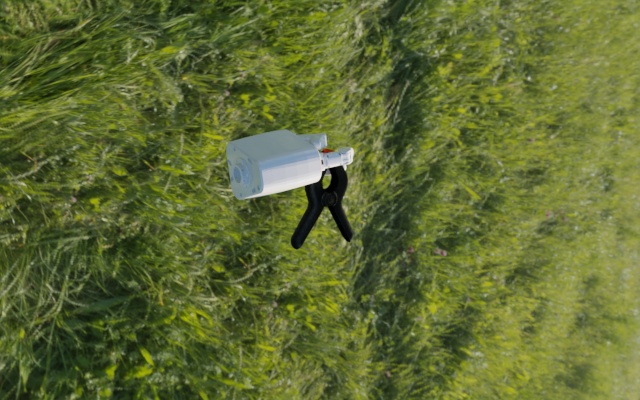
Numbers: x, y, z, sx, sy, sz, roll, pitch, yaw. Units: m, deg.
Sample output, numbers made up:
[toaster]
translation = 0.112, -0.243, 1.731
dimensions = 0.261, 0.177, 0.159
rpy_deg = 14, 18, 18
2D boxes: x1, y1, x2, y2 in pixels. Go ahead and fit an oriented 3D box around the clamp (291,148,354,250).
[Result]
[clamp]
translation = 0.001, 0.003, 0.794
dimensions = 0.120, 0.171, 0.039
rpy_deg = -16, 19, -34
